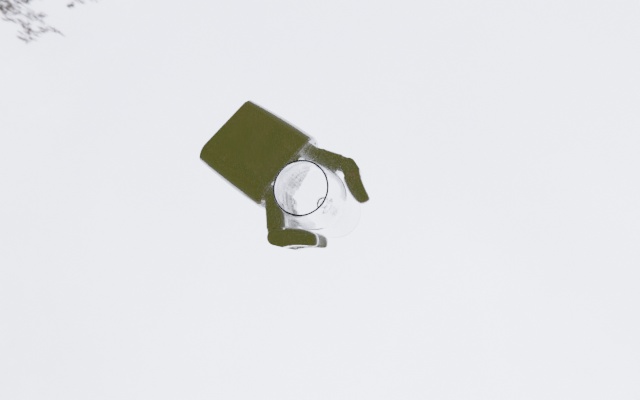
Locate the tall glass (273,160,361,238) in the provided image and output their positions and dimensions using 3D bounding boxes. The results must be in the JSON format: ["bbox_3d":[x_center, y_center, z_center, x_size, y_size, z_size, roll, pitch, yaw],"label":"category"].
[{"bbox_3d":[0.000,0.002,0.603,0.079,0.079,0.201,0,-9,12],"label":"tall glass"}]
